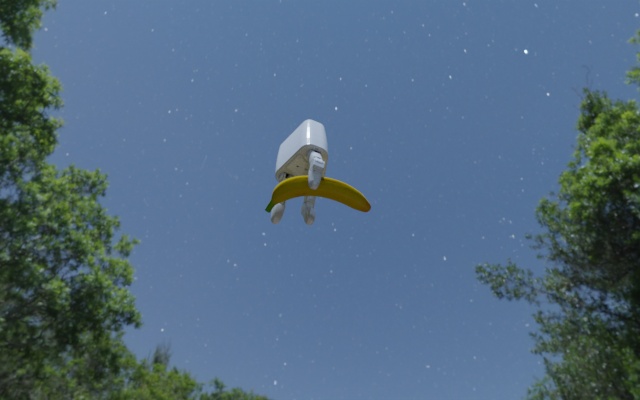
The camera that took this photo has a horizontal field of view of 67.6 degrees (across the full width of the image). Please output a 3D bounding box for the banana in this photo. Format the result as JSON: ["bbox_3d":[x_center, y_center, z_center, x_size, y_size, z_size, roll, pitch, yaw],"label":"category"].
[{"bbox_3d":[-0.002,-0.013,0.878,0.198,0.070,0.037,1,32,-4],"label":"banana"}]
